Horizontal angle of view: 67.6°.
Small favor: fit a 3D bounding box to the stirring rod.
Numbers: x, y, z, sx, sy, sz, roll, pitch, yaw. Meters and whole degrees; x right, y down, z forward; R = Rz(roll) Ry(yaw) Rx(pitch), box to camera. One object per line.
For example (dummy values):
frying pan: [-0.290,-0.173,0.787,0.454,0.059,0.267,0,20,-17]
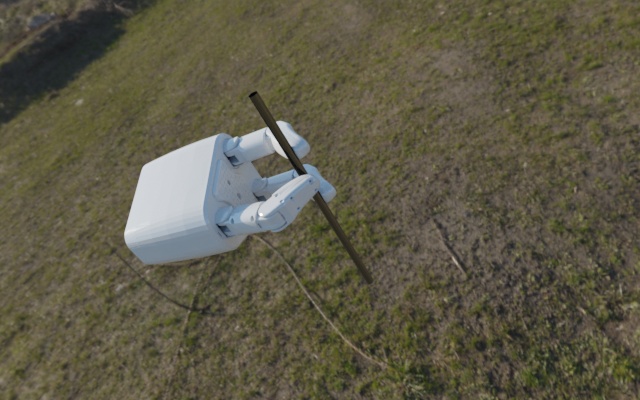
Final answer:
stirring rod: [0.000,0.002,0.441,0.011,0.240,0.011,-21,36,16]
